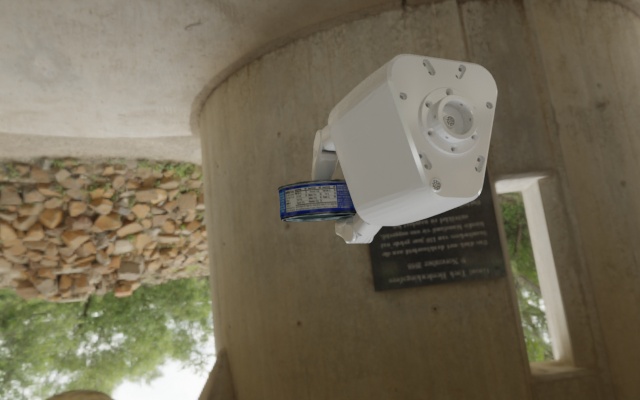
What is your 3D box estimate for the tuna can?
[{"bbox_3d":[0.000,0.002,0.489,0.086,0.033,0.086,-4,-6,0],"label":"tuna can"}]
